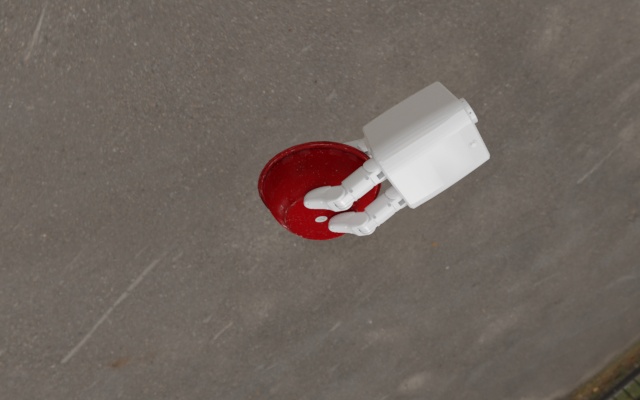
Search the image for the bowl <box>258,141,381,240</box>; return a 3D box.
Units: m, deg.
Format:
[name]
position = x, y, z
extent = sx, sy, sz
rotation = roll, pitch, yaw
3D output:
[bowl]
position = -0.001, 0.003, 0.609
extent = 0.162, 0.055, 0.162
rotation = -2, -41, -2
